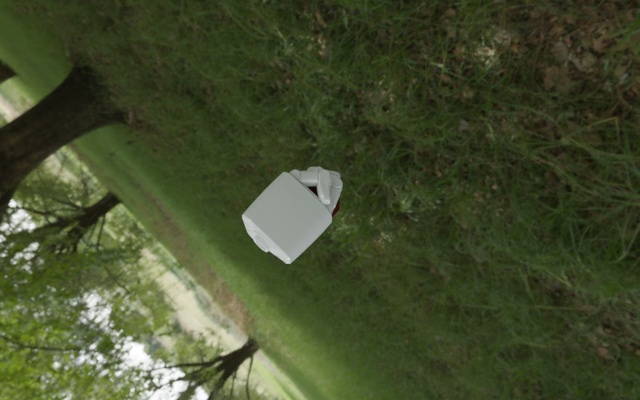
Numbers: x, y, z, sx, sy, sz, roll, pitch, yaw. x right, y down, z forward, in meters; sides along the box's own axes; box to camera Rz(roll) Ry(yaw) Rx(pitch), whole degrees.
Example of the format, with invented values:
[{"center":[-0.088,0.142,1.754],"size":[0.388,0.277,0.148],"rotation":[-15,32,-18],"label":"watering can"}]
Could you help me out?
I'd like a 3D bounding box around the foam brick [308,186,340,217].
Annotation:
[{"center":[0.000,0.003,0.871],"size":[0.053,0.051,0.078],"rotation":[35,-22,17],"label":"foam brick"}]
